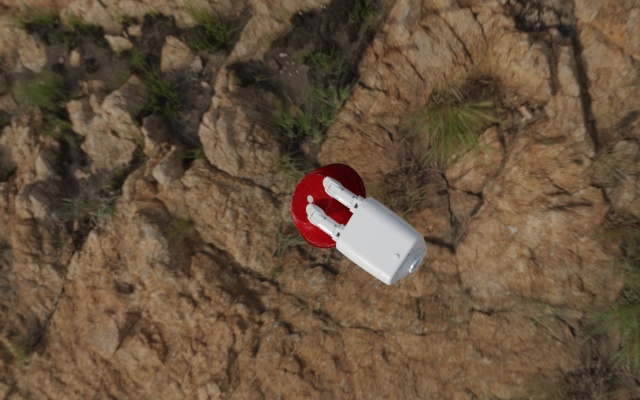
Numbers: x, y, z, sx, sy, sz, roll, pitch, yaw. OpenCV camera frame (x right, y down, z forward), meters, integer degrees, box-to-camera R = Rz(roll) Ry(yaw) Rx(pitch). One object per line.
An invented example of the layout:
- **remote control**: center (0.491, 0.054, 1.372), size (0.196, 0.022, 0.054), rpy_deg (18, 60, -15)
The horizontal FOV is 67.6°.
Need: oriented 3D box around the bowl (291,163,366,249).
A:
- **bowl**: center (-0.001, 0.002, 0.856), size (0.162, 0.162, 0.055), rpy_deg (0, -14, 40)
